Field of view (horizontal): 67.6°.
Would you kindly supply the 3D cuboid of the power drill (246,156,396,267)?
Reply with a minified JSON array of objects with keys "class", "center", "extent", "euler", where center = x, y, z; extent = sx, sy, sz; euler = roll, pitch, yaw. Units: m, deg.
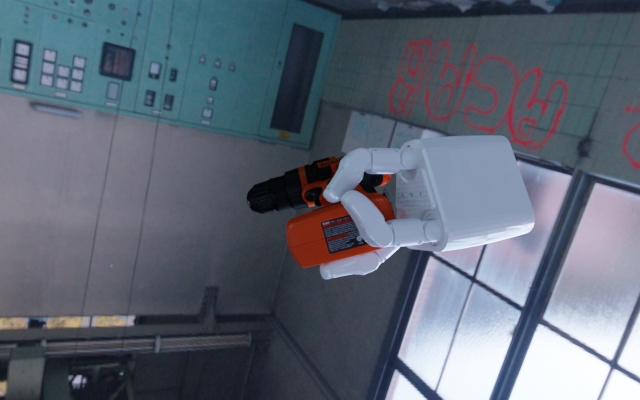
[{"class":"power drill","center":[0.000,0.002,0.535],"extent":[0.184,0.057,0.187],"euler":[-17,22,3]}]
